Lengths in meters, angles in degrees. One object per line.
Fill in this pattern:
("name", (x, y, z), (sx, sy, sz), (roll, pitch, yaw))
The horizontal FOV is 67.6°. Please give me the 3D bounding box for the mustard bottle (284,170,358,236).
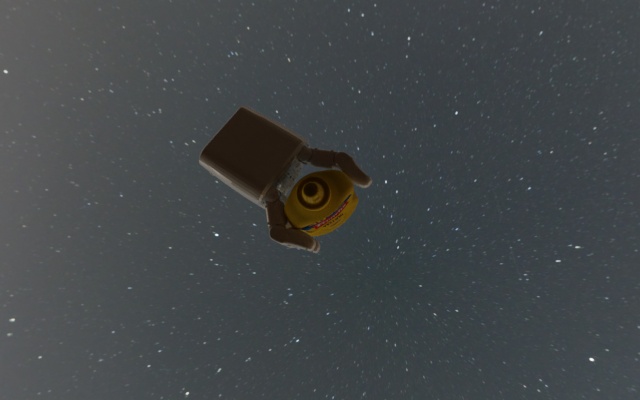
("mustard bottle", (0.000, 0.002, 0.630), (0.096, 0.058, 0.192), (-33, -12, 1))
